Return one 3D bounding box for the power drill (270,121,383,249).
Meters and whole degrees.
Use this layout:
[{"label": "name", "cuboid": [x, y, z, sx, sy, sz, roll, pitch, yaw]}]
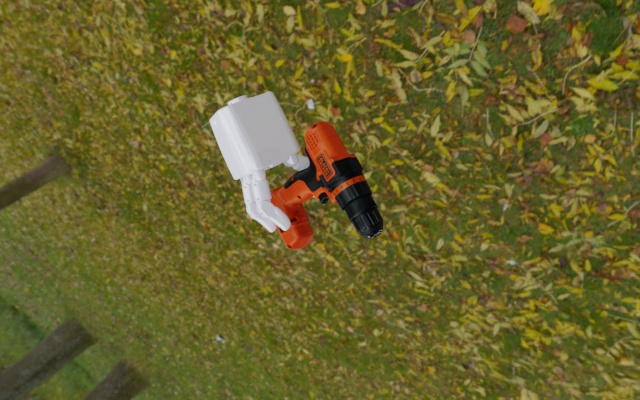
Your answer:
[{"label": "power drill", "cuboid": [0.000, 0.002, 0.722, 0.057, 0.184, 0.188, -12, -21, -42]}]
